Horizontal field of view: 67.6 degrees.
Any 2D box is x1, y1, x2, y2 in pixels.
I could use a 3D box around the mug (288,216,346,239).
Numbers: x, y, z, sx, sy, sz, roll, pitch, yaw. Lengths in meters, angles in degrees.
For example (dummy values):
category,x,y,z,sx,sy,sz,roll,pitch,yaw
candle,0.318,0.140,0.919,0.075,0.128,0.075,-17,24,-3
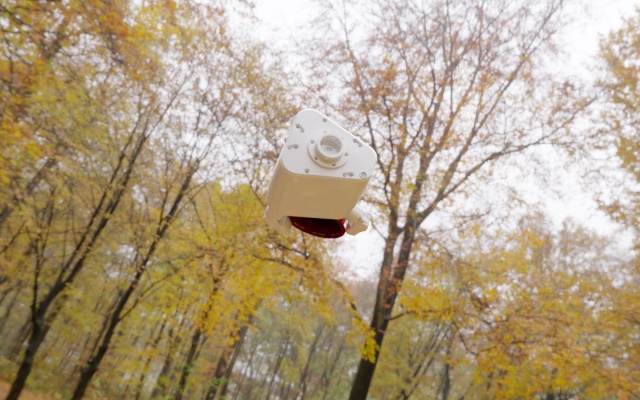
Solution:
category,x,y,z,sx,sy,sz,roll,pitch,yaw
mug,0.000,0.003,0.698,0.093,0.081,0.117,23,-26,-5
